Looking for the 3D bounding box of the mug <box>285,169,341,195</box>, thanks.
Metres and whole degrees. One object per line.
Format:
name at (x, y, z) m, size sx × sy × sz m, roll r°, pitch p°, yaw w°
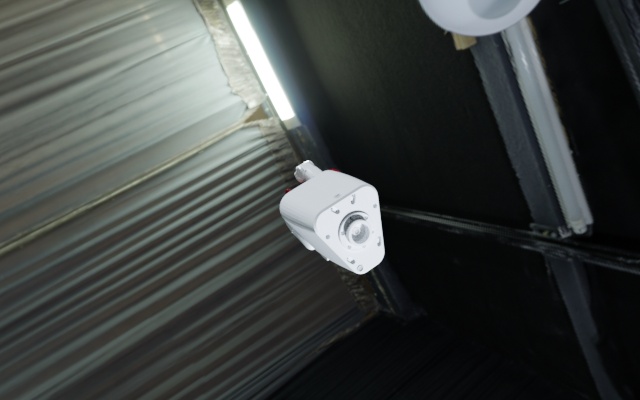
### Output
mug at (0.000, 0.002, 0.736) m, size 0.081 × 0.093 × 0.117 m, roll -31°, pitch 22°, yaw -16°
